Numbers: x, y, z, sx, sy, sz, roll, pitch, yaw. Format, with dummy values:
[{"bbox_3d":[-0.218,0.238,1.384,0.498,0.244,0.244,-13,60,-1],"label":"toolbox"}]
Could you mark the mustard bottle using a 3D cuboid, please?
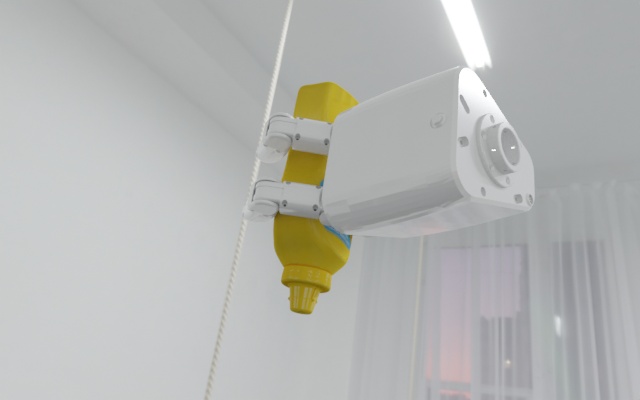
[{"bbox_3d":[0.000,0.001,0.413,0.058,0.191,0.096,-1,-25,24],"label":"mustard bottle"}]
